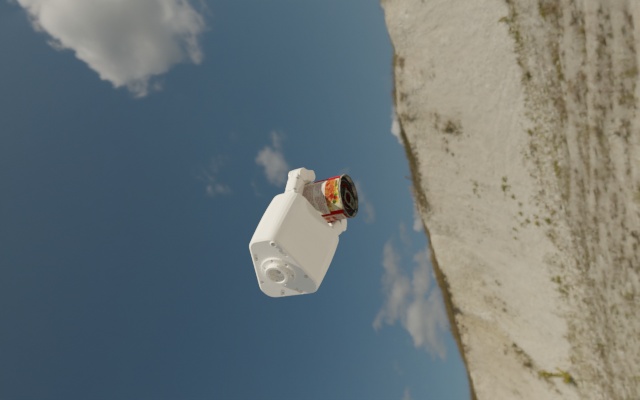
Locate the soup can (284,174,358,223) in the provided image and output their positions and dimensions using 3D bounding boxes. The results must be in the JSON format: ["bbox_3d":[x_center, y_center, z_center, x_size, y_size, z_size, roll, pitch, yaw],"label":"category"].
[{"bbox_3d":[0.000,0.002,0.755,0.102,0.068,0.068,-12,-5,26],"label":"soup can"}]
